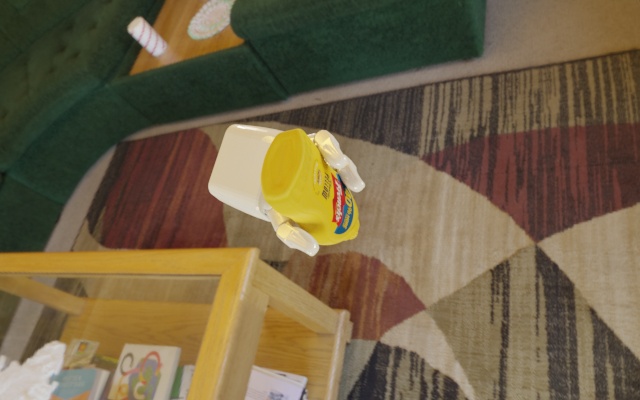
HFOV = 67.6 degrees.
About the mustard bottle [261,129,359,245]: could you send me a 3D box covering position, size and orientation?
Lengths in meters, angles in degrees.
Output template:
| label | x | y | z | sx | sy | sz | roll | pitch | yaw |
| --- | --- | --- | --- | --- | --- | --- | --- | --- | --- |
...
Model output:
| label | x | y | z | sx | sy | sz | roll | pitch | yaw |
| --- | --- | --- | --- | --- | --- | --- | --- | --- | --- |
| mustard bottle | 0.000 | 0.002 | 0.598 | 0.058 | 0.096 | 0.192 | -9 | -33 | 26 |
